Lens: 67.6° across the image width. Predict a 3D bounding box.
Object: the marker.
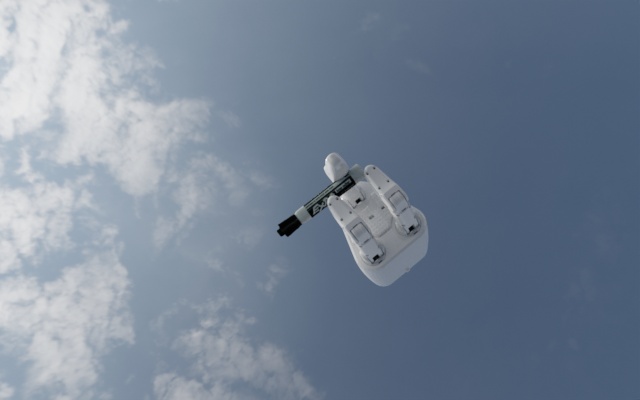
[{"bbox_3d":[0.000,0.002,0.550,0.121,0.020,0.020,-38,2,-2],"label":"marker"}]
